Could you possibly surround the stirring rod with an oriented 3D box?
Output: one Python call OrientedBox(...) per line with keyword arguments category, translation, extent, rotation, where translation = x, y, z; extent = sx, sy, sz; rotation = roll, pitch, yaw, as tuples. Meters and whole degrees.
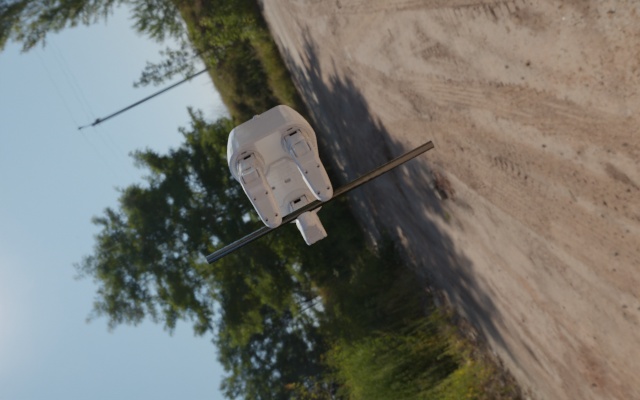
OrientedBox(category="stirring rod", translation=(0.000, 0.001, 0.455), extent=(0.239, 0.011, 0.011), rotation=(-27, 0, -1))
